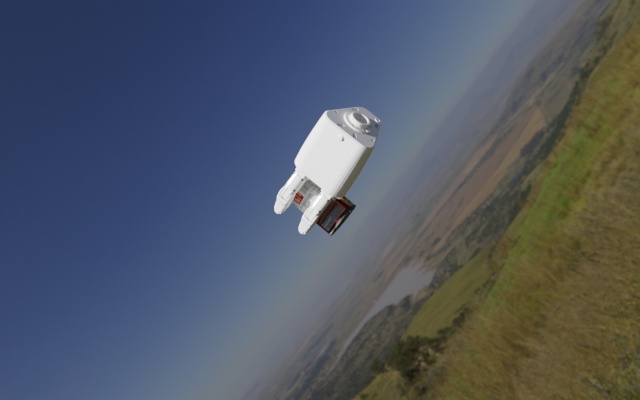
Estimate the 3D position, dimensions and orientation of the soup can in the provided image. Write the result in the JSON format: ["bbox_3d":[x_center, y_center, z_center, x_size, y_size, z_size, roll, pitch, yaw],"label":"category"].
[{"bbox_3d":[0.000,0.003,0.817,0.102,0.068,0.068,39,6,8],"label":"soup can"}]
